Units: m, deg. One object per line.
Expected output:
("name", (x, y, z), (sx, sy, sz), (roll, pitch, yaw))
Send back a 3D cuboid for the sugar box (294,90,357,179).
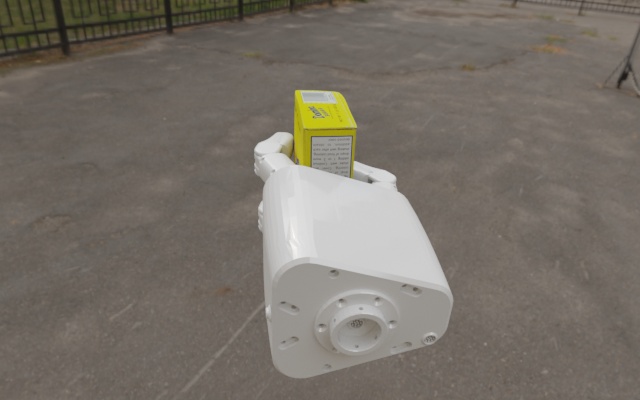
("sugar box", (0.000, 0.001, 0.421), (0.048, 0.176, 0.093), (0, 30, -7))
